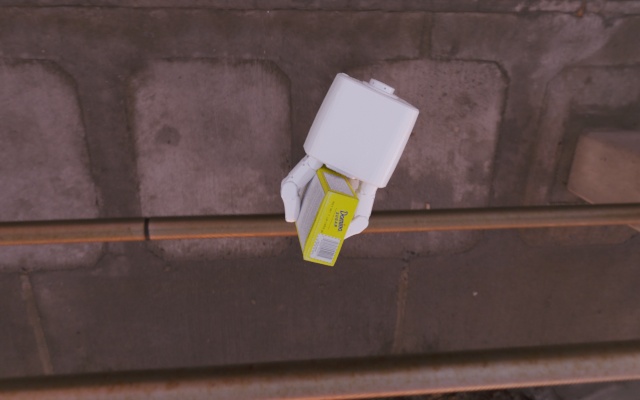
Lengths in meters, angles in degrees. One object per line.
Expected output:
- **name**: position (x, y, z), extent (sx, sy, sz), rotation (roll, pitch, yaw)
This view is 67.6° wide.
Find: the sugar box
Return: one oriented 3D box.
- **sugar box**: position (0.001, 0.002, 0.632), extent (0.048, 0.093, 0.176), rotation (17, 19, -12)
